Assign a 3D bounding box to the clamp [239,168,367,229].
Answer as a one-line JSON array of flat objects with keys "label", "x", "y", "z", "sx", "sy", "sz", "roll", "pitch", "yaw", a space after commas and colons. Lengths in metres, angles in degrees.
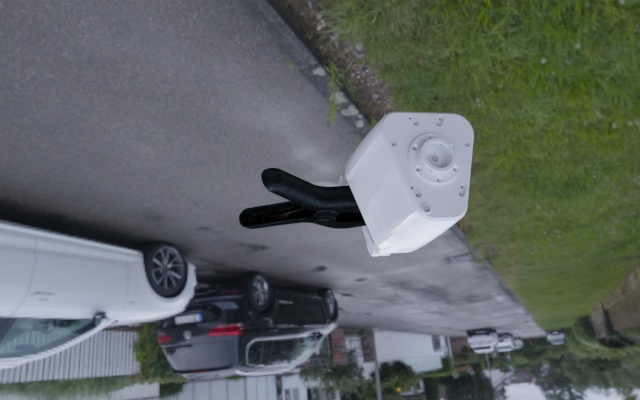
[{"label": "clamp", "x": 0.000, "y": 0.002, "z": 0.523, "sx": 0.171, "sy": 0.039, "sz": 0.120, "roll": -1, "pitch": -19, "yaw": -13}]
